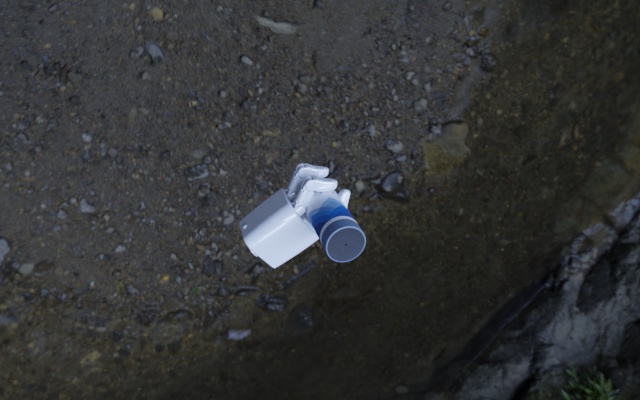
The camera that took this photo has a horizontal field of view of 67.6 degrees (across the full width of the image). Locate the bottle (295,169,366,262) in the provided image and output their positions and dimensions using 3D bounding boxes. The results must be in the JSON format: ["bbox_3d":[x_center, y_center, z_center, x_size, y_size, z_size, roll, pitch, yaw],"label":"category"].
[{"bbox_3d":[0.000,0.003,0.870,0.069,0.069,0.295,0,27,-18],"label":"bottle"}]
